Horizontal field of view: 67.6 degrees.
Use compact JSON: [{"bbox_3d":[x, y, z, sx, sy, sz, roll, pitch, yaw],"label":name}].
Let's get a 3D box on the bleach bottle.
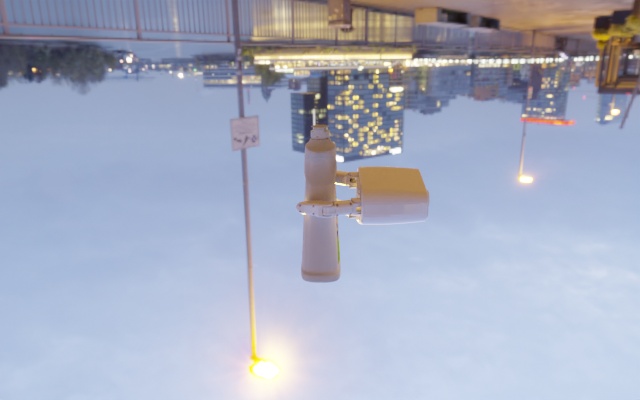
[{"bbox_3d":[0.000,0.003,0.796,0.068,0.251,0.102,0,16,1],"label":"bleach bottle"}]
